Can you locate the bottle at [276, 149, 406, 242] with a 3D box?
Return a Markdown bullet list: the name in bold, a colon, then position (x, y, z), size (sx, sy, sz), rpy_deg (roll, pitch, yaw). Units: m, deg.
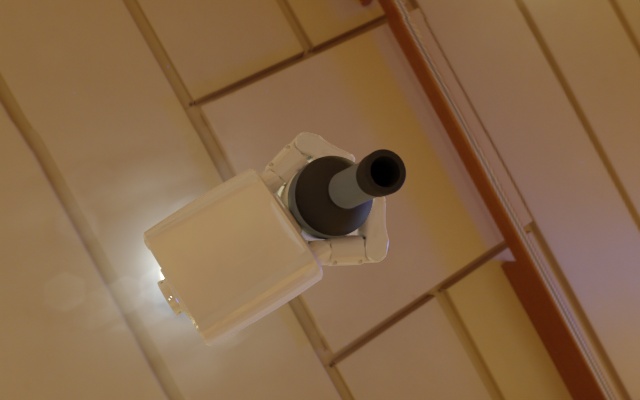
- **bottle**: position (0.000, 0.001, 0.422), size (0.069, 0.069, 0.296), rpy_deg (0, -7, -15)
